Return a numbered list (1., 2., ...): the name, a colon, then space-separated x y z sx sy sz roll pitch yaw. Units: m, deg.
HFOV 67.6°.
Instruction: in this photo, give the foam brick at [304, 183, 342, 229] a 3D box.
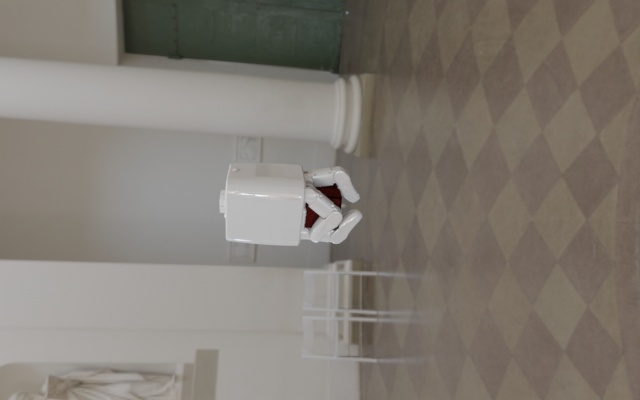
1. foam brick: 0.000 0.002 0.714 0.051 0.053 0.078 3 22 -7
